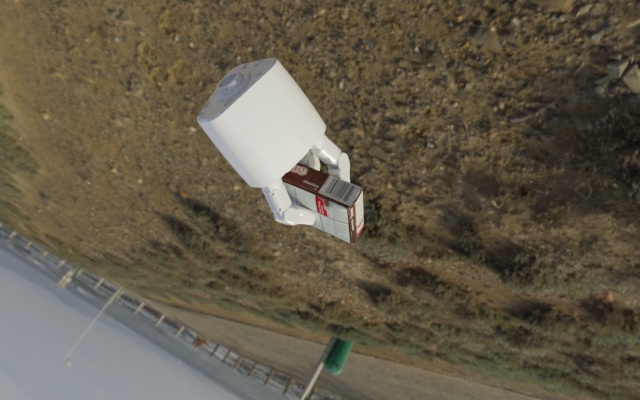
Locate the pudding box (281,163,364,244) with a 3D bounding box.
[{"bbox_3d":[0.000,0.002,0.630,0.113,0.039,0.090,24,-28,21],"label":"pudding box"}]
